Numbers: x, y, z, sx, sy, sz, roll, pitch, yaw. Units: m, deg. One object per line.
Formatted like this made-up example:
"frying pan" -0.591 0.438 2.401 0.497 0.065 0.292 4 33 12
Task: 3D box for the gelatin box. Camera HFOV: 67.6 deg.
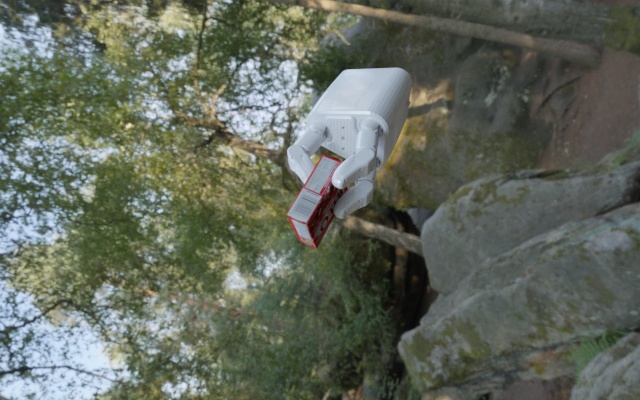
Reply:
"gelatin box" 0.000 0.002 0.560 0.030 0.089 0.073 23 -22 19
